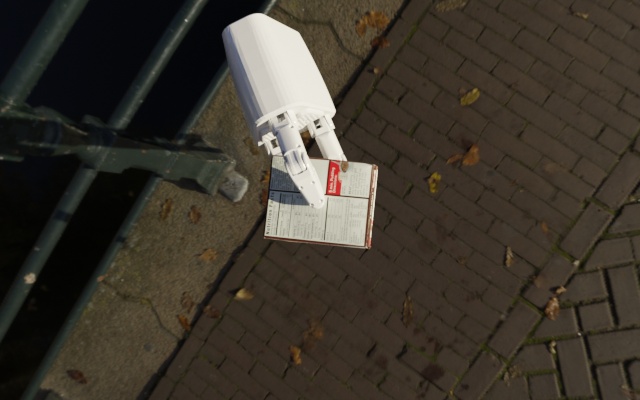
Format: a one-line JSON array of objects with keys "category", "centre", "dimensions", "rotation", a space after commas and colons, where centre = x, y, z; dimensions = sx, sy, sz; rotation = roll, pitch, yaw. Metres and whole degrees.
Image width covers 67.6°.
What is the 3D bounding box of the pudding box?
[{"category": "pudding box", "centre": [0.000, 0.002, 0.503], "dimensions": [0.113, 0.090, 0.039], "rotation": [5, -3, 12]}]
